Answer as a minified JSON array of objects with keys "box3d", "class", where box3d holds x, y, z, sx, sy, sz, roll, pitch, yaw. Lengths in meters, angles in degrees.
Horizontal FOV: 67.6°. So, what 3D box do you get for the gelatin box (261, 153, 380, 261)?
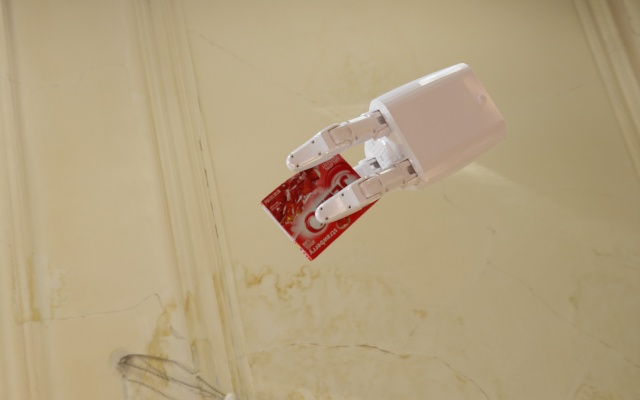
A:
[{"box3d":[0.000,0.002,0.453,0.089,0.073,0.030,-41,-4,-10],"class":"gelatin box"}]
